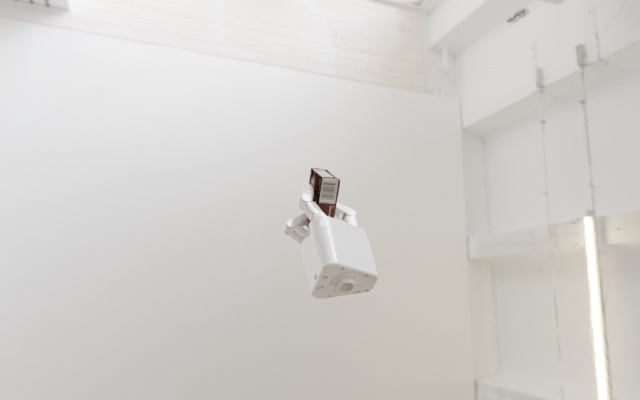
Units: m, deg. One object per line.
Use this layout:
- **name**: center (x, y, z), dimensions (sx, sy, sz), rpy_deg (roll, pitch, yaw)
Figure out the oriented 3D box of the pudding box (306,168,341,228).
- **pudding box**: center (0.000, 0.003, 0.890), dimensions (0.039, 0.113, 0.090), rpy_deg (7, 13, -17)
